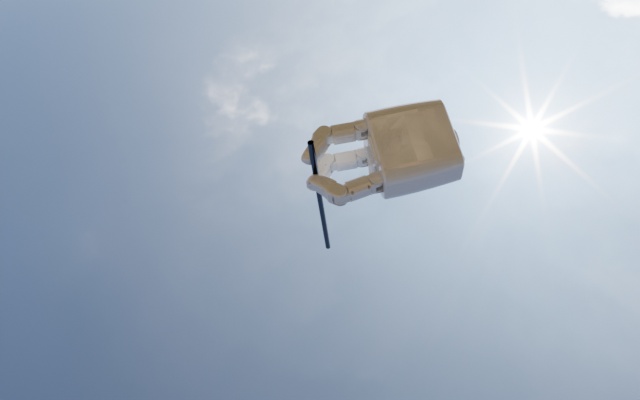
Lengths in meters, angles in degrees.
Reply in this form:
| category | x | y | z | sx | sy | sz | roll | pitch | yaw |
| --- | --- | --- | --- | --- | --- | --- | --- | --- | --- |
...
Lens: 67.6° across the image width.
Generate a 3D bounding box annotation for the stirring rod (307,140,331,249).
| category | x | y | z | sx | sy | sz | roll | pitch | yaw |
| --- | --- | --- | --- | --- | --- | --- | --- | --- | --- |
| stirring rod | 0.000 | 0.002 | 0.668 | 0.011 | 0.011 | 0.240 | 0 | -37 | 7 |
